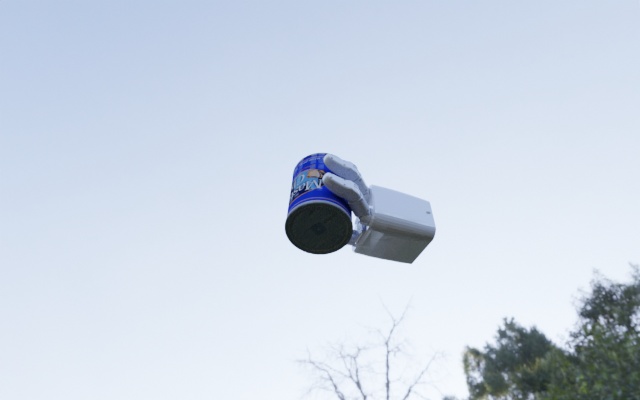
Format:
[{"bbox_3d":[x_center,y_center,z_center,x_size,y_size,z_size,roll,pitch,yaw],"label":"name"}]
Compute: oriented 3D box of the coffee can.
[{"bbox_3d":[0.000,0.003,0.767,0.103,0.103,0.140,0,37,3],"label":"coffee can"}]
